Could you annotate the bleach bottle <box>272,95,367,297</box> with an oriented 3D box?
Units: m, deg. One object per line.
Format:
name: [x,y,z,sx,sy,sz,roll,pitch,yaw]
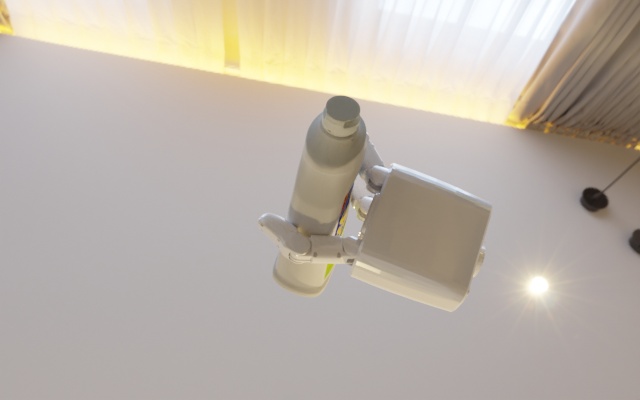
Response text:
bleach bottle: [0.000,0.001,0.478,0.068,0.102,0.251,21,-34,6]
